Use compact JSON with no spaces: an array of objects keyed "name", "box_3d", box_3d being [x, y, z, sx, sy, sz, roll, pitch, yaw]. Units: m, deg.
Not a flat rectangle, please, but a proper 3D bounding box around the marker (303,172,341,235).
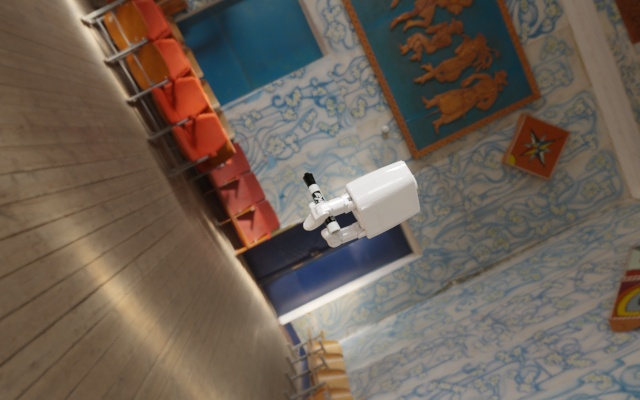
[{"name":"marker","box_3d":[0.000,0.003,0.806,0.020,0.121,0.020,-22,-24,-11]}]
